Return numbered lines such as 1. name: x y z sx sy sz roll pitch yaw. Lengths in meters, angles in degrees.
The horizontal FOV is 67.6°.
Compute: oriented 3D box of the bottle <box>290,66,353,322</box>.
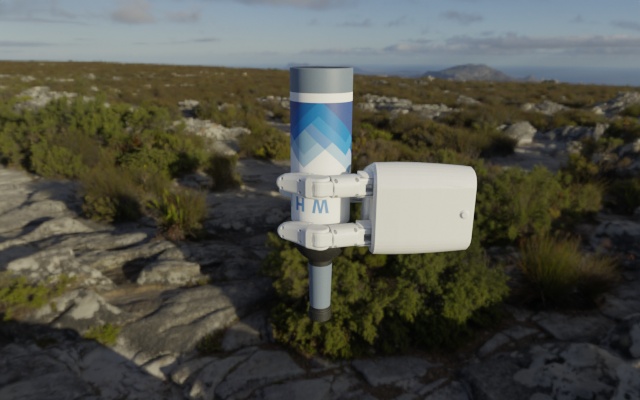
1. bottle: 0.000 0.002 0.541 0.069 0.296 0.069 0 17 0
